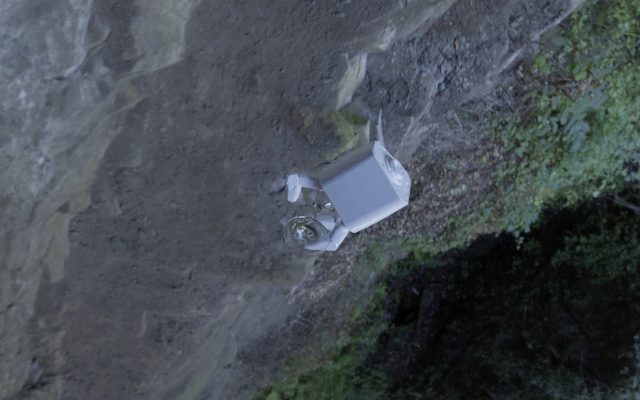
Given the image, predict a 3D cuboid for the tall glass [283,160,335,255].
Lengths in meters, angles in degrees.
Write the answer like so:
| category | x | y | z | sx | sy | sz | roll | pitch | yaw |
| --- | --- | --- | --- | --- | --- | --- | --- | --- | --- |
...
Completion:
| category | x | y | z | sx | sy | sz | roll | pitch | yaw |
| --- | --- | --- | --- | --- | --- | --- | --- | --- | --- |
| tall glass | 0.000 | 0.003 | 0.823 | 0.079 | 0.079 | 0.201 | 0 | 32 | 15 |
